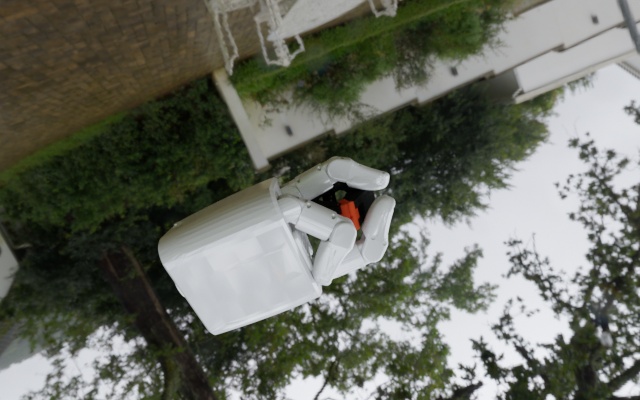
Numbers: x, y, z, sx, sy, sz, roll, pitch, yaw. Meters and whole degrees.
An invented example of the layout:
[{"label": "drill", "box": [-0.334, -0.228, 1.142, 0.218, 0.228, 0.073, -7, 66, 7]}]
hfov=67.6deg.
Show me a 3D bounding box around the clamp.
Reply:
[{"label": "clamp", "box": [0.000, 0.002, 0.499, 0.120, 0.039, 0.171, -22, 11, 2]}]
